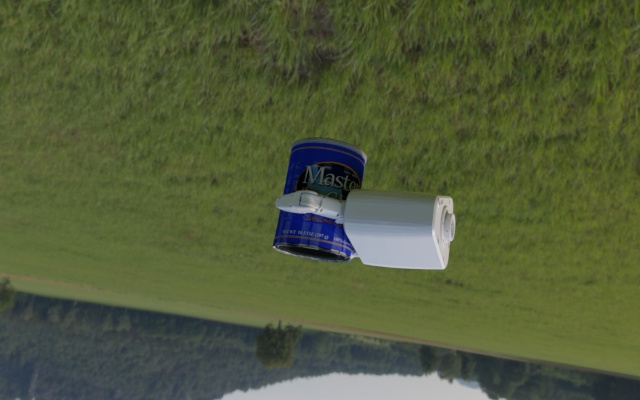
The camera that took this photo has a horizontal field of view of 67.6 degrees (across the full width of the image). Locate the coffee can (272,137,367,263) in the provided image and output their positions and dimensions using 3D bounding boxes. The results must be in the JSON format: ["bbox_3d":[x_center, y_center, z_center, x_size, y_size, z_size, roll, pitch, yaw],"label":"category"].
[{"bbox_3d":[0.000,0.002,0.625,0.103,0.140,0.103,9,-14,2],"label":"coffee can"}]
